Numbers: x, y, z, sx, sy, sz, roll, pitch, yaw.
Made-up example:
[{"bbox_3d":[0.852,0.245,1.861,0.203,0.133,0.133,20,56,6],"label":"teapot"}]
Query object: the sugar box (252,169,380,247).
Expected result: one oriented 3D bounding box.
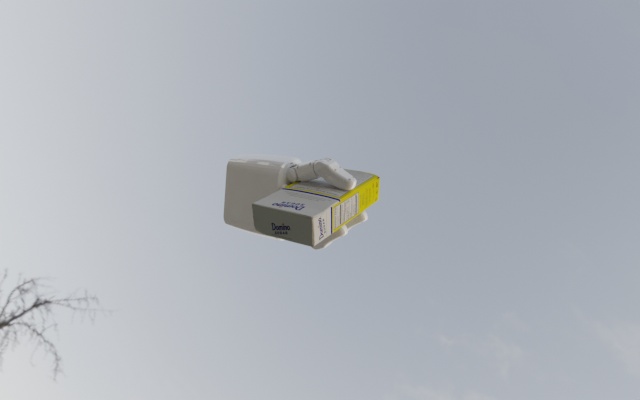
[{"bbox_3d":[0.000,0.003,0.638,0.093,0.048,0.176,12,27,31],"label":"sugar box"}]
